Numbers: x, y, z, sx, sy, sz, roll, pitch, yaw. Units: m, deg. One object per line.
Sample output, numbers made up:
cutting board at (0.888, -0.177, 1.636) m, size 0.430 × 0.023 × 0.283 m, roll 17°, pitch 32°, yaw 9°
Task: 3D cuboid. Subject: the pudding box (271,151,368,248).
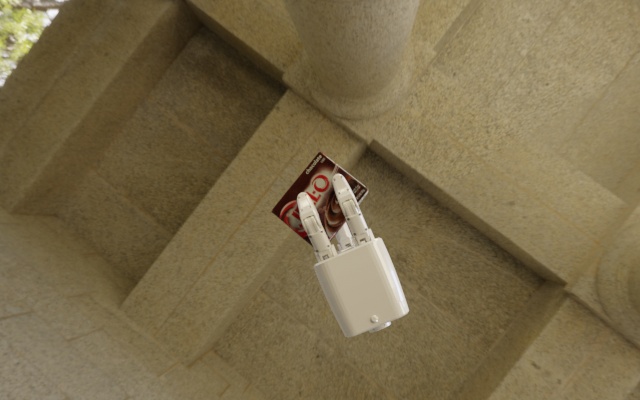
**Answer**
pudding box at (0.000, 0.002, 0.678) m, size 0.090 × 0.113 × 0.039 m, roll 39°, pitch -1°, yaw 11°
